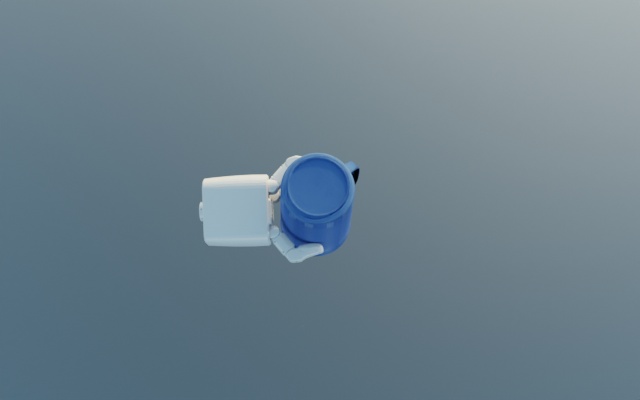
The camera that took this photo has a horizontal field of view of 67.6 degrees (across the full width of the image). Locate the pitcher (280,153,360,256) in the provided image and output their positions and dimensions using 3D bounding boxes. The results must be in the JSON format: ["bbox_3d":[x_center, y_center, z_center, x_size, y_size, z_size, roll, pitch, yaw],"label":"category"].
[{"bbox_3d":[0.000,0.003,0.795,0.145,0.149,0.243,-1,-15,-2],"label":"pitcher"}]
